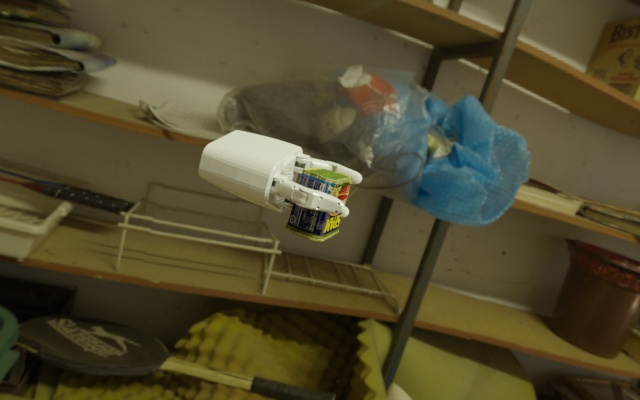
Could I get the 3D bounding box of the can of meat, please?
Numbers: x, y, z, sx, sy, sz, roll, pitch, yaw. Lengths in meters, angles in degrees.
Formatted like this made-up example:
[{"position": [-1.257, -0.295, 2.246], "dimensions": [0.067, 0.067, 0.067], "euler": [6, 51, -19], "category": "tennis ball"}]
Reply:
[{"position": [0.000, 0.002, 0.653], "dimensions": [0.057, 0.084, 0.102], "euler": [19, 11, 17], "category": "can of meat"}]
